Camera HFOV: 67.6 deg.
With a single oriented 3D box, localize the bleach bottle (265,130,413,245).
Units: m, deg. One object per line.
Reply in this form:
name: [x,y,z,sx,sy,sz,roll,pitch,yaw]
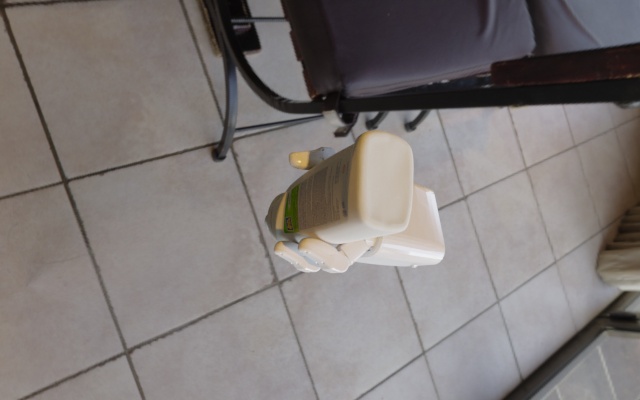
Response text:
bleach bottle: [0.000,0.002,0.555,0.068,0.102,0.251,11,-14,-29]
